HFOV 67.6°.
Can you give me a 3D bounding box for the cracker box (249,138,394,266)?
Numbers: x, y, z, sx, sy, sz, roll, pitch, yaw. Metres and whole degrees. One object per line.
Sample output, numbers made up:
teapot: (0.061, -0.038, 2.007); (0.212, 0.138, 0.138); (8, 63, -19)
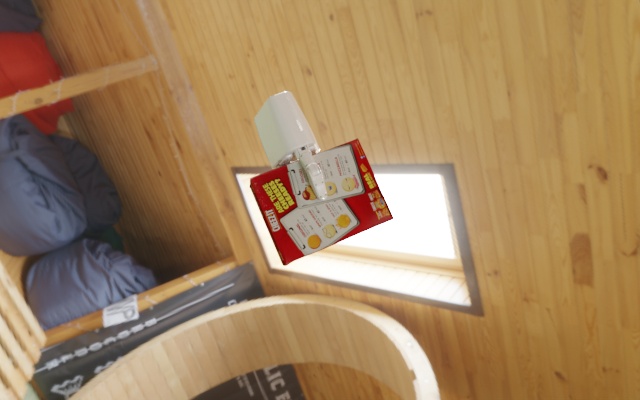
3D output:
cracker box: (0.000, 0.003, 0.866); (0.213, 0.164, 0.072); (-22, -7, -13)
